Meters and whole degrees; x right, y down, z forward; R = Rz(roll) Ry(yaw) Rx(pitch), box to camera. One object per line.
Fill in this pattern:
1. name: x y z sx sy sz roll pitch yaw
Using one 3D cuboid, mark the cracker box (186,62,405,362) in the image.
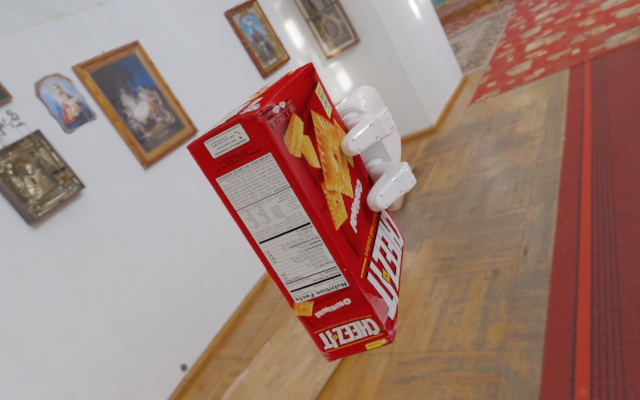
1. cracker box: 0.000 0.001 0.422 0.072 0.214 0.164 -23 19 23
